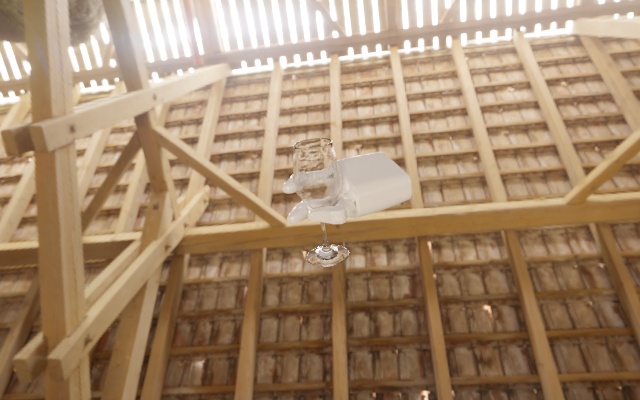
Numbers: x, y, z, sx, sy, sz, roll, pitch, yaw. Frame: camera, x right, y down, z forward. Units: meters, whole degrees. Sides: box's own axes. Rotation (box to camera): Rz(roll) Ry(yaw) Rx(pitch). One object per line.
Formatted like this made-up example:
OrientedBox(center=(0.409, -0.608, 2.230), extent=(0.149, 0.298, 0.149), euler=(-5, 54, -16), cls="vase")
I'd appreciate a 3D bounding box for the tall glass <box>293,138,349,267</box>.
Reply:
OrientedBox(center=(0.000, 0.003, 0.781), extent=(0.079, 0.201, 0.079), euler=(-7, 21, 3), cls="tall glass")
